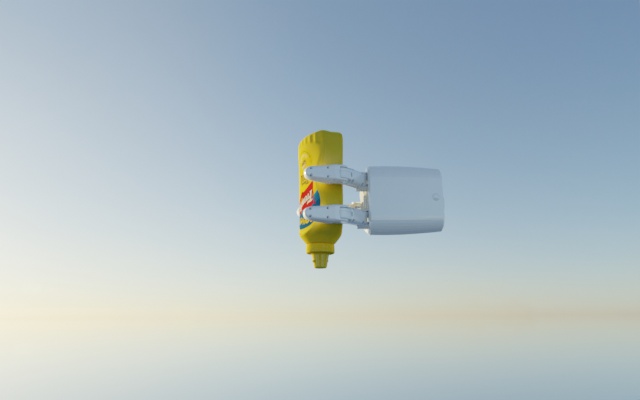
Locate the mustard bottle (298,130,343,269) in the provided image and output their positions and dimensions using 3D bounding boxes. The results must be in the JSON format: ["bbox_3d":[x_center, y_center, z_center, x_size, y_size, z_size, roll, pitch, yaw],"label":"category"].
[{"bbox_3d":[0.000,0.002,0.693,0.058,0.191,0.096,6,-15,-24],"label":"mustard bottle"}]
